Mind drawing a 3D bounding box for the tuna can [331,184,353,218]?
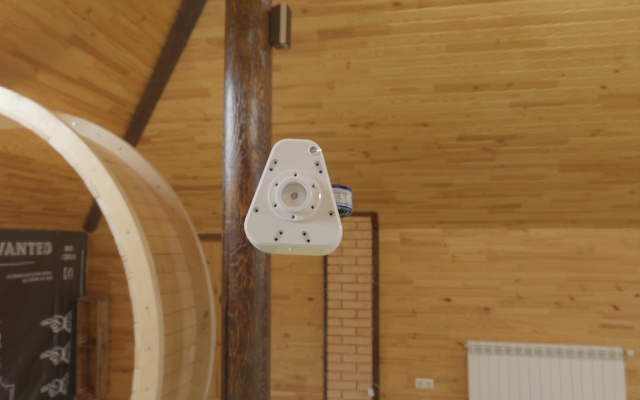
[{"bbox_3d":[0.000,0.002,0.639,0.086,0.033,0.086,0,-11,0],"label":"tuna can"}]
